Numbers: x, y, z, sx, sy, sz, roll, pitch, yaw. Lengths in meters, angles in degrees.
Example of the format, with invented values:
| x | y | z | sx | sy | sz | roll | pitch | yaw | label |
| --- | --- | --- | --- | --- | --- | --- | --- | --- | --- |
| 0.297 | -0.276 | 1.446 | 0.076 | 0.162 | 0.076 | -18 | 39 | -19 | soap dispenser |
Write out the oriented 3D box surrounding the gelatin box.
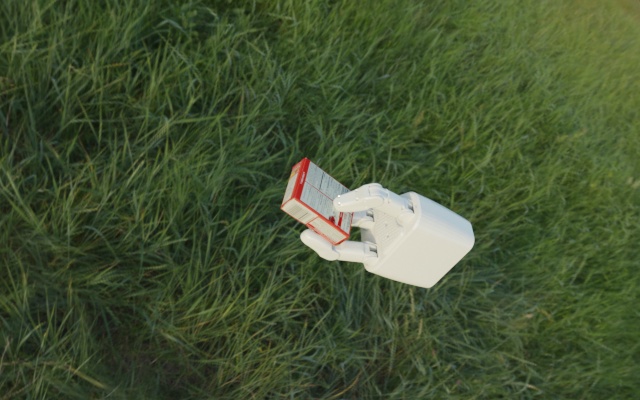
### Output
| x | y | z | sx | sy | sz | roll | pitch | yaw | label |
| --- | --- | --- | --- | --- | --- | --- | --- | --- | --- |
| 0.000 | 0.002 | 0.581 | 0.089 | 0.073 | 0.030 | 36 | -48 | -22 | gelatin box |
